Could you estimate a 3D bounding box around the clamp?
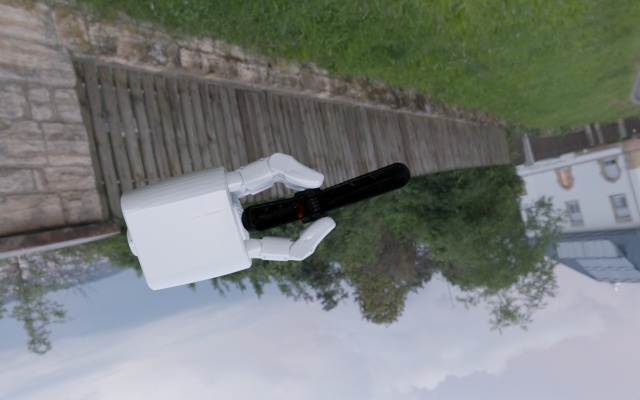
[{"bbox_3d":[0.000,0.003,0.524,0.164,0.036,0.210,-16,-2,-6],"label":"clamp"}]
